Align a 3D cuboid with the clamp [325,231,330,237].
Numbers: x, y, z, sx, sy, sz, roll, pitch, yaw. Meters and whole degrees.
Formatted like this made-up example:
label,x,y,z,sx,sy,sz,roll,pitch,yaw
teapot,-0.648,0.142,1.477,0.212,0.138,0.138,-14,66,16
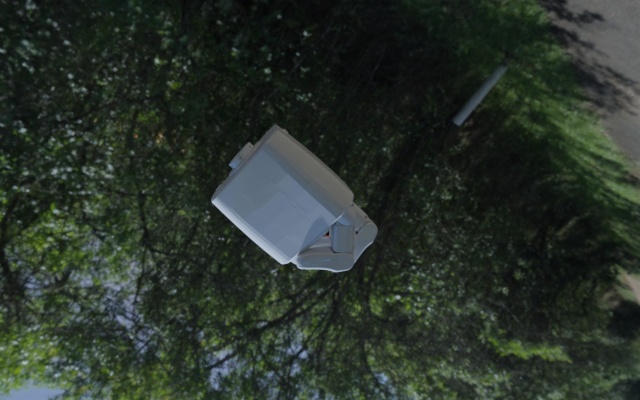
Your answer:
label,x,y,z,sx,sy,sz,roll,pitch,yaw
clamp,0.000,0.003,0.625,0.039,0.120,0.171,-38,15,0
